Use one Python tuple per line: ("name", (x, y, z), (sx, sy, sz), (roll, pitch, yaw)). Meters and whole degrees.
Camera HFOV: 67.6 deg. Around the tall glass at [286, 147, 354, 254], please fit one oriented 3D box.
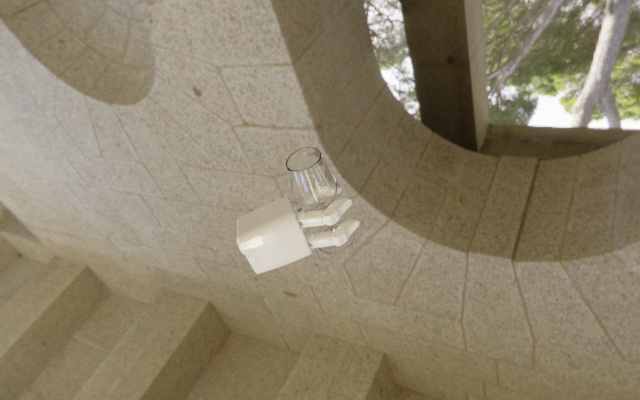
("tall glass", (0.000, 0.003, 0.847), (0.079, 0.201, 0.079), (-12, 41, 11))
